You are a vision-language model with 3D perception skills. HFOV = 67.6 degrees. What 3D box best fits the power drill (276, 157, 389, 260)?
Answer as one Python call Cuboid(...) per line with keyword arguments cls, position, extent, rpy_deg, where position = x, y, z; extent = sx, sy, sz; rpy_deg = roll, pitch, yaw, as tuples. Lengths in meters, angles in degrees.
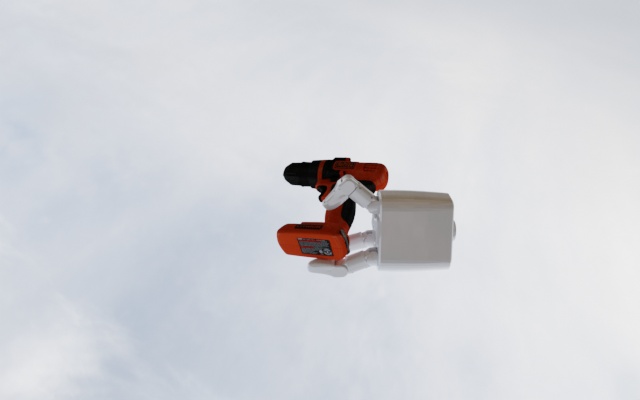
Cuboid(cls="power drill", position=(0.000, 0.003, 0.748), extent=(0.184, 0.057, 0.187), rpy_deg=(2, 44, 24))
